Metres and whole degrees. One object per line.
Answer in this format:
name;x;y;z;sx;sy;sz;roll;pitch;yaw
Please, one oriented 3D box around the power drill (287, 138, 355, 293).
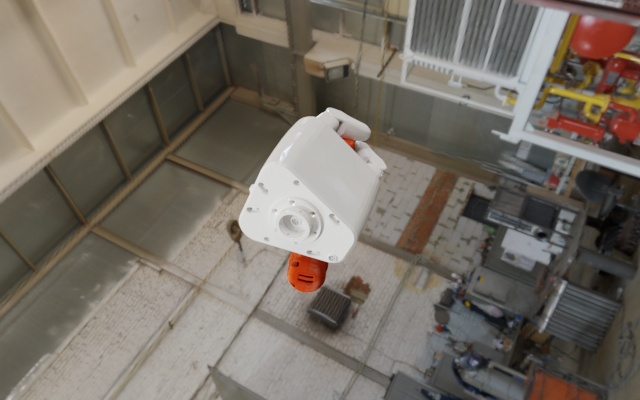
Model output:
power drill;0.000;0.002;0.612;0.057;0.188;0.184;9;16;-1
